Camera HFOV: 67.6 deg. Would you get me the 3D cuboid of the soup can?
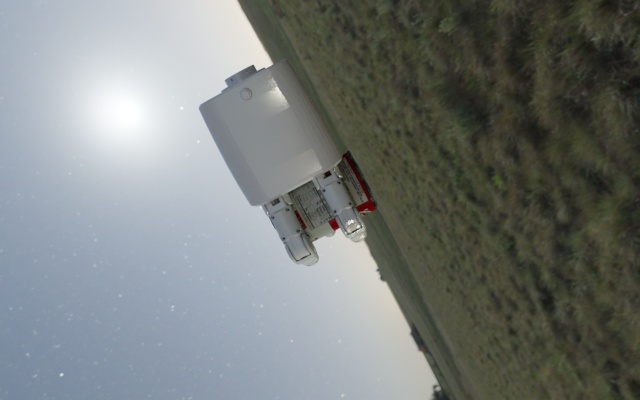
[{"bbox_3d":[0.000,0.002,0.496,0.102,0.068,0.068,-28,-2,3],"label":"soup can"}]
